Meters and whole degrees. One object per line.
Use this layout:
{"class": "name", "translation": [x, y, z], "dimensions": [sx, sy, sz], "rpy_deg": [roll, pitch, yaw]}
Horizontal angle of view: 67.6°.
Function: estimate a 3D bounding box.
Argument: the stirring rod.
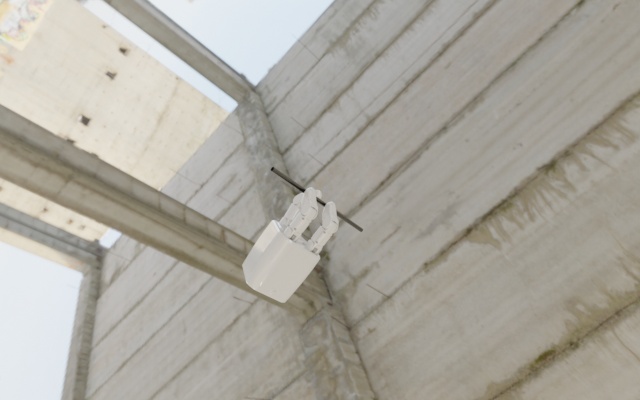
{"class": "stirring rod", "translation": [0.000, 0.003, 0.865], "dimensions": [0.240, 0.011, 0.011], "rpy_deg": [35, -22, -36]}
